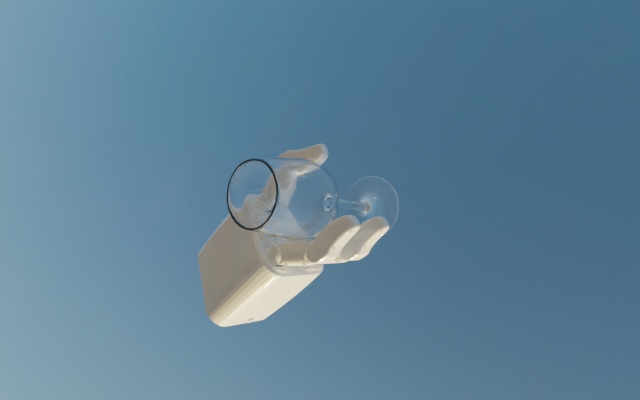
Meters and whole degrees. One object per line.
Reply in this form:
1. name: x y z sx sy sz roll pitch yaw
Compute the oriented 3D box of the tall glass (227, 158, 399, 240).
1. tall glass: 0.001 0.001 0.486 0.079 0.079 0.201 0 -4 37
